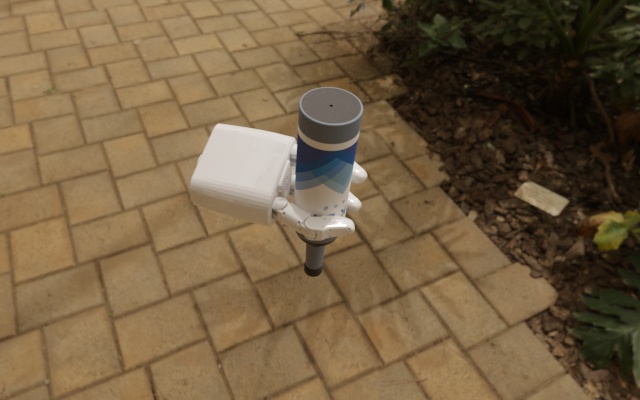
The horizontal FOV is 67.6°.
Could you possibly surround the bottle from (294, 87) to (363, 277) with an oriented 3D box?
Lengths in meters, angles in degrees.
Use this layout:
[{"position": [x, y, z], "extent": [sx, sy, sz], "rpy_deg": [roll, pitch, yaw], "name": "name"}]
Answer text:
[{"position": [0.000, 0.002, 0.598], "extent": [0.069, 0.069, 0.296], "rpy_deg": [0, -43, -6], "name": "bottle"}]
